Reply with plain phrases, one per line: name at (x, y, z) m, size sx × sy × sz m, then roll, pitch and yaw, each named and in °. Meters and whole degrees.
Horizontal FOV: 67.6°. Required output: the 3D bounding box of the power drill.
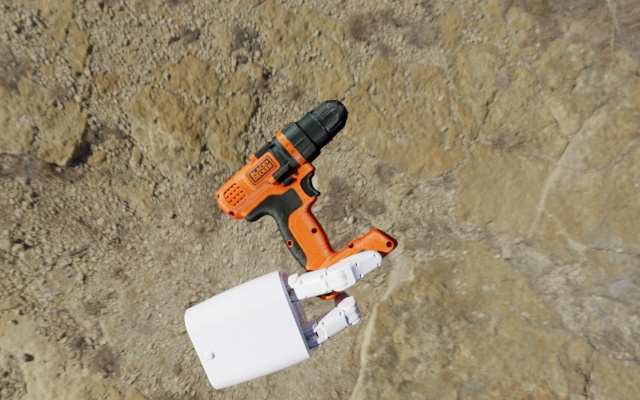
power drill at (0.000, 0.002, 0.542) m, size 0.184 × 0.187 × 0.057 m, roll -41°, pitch -11°, yaw 6°
